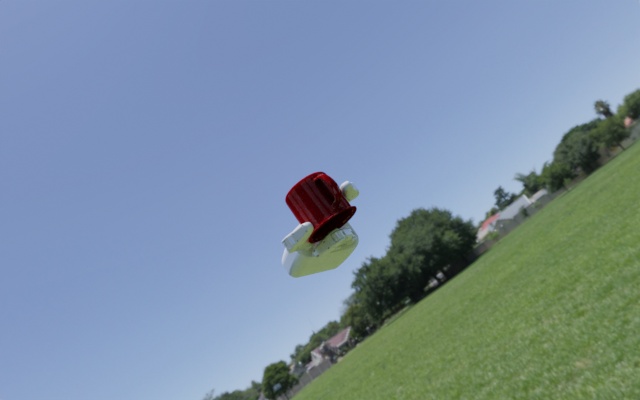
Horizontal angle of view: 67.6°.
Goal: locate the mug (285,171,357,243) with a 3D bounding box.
[{"bbox_3d":[0.000,0.002,0.751,0.093,0.081,0.117,-27,-19,-28],"label":"mug"}]
